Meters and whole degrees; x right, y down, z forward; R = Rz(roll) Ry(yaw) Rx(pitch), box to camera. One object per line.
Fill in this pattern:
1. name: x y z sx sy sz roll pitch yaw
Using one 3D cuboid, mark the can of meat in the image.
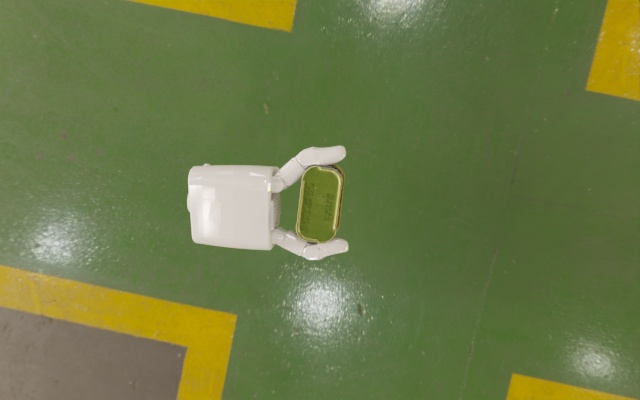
1. can of meat: 0.000 0.002 0.632 0.057 0.102 0.084 7 5 3
